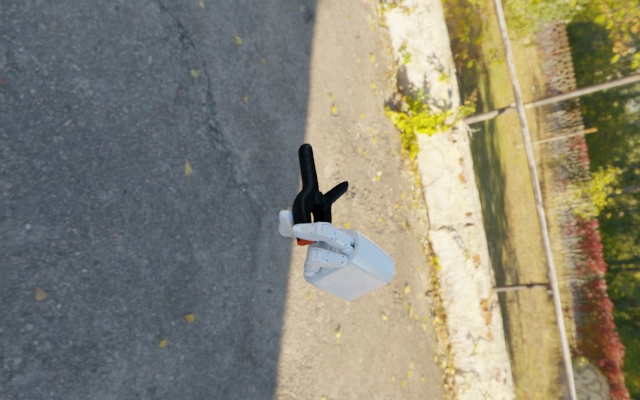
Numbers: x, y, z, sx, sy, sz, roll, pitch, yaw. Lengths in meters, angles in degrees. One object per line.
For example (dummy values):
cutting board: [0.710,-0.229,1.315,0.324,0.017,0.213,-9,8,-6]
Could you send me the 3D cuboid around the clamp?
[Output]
clamp: [0.000,0.002,0.775,0.120,0.171,0.039,29,-35,-34]
